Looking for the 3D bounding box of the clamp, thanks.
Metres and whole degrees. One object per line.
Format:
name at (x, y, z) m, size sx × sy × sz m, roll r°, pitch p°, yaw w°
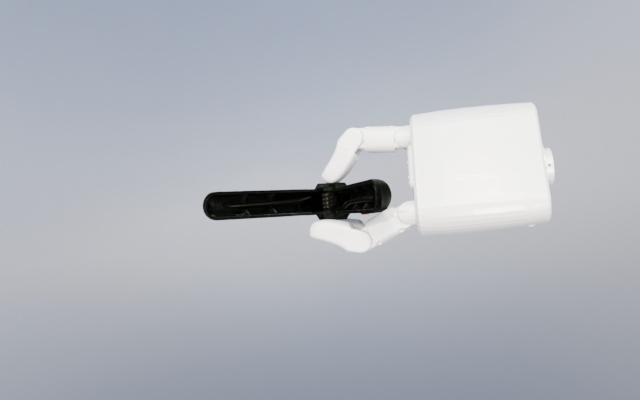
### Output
clamp at (0.000, 0.001, 0.465) m, size 0.164 × 0.036 × 0.210 m, roll -2°, pitch -1°, yaw 17°
